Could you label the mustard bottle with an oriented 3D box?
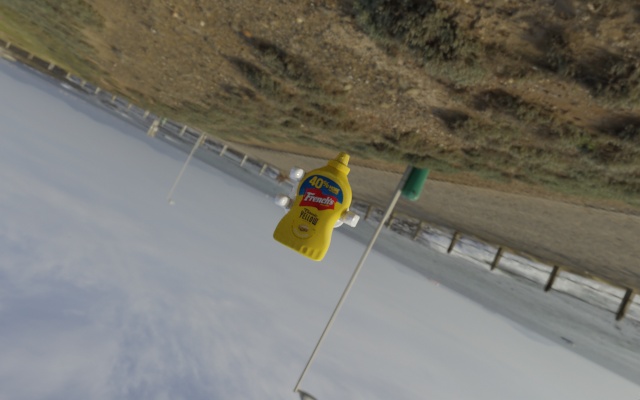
[{"bbox_3d":[0.000,0.003,0.839,0.096,0.191,0.058,27,-3,14],"label":"mustard bottle"}]
